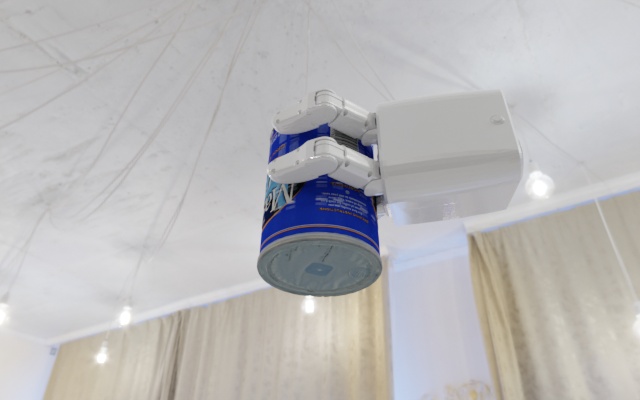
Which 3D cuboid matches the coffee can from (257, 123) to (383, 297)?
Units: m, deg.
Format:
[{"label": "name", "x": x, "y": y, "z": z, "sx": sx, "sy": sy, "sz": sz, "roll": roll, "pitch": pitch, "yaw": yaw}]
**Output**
[{"label": "coffee can", "x": 0.000, "y": 0.002, "z": 0.430, "sx": 0.103, "sy": 0.140, "sz": 0.103, "roll": 1, "pitch": -35, "yaw": 0}]
